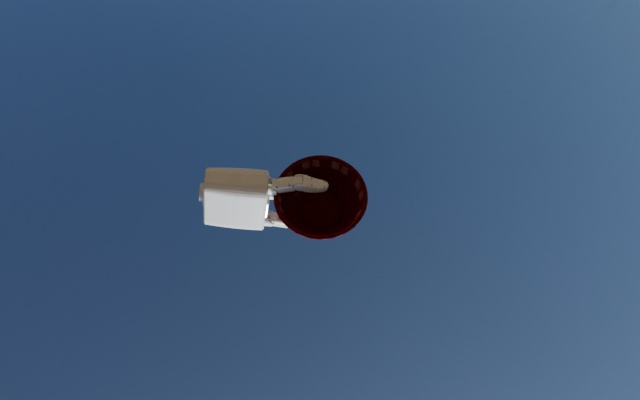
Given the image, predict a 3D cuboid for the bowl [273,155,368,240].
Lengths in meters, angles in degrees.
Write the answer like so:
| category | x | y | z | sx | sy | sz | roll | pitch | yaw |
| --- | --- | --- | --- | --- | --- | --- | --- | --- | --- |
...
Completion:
| category | x | y | z | sx | sy | sz | roll | pitch | yaw |
| --- | --- | --- | --- | --- | --- | --- | --- | --- | --- |
| bowl | 0.001 | 0.003 | 0.834 | 0.162 | 0.162 | 0.055 | 0 | -27 | 0 |
